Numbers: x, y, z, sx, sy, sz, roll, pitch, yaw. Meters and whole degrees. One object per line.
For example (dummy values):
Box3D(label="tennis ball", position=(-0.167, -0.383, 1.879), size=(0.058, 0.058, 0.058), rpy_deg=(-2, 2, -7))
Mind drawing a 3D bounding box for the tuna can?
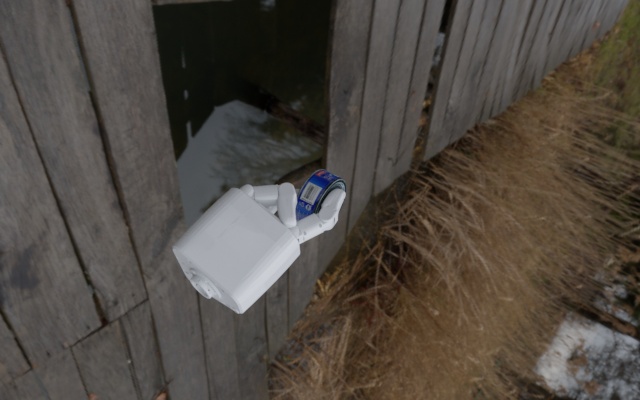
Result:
Box3D(label="tuna can", position=(0.001, 0.002, 0.658), size=(0.033, 0.086, 0.086), rpy_deg=(26, 11, 24))
